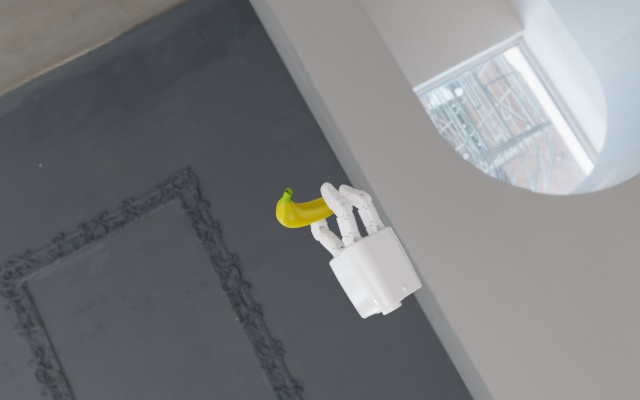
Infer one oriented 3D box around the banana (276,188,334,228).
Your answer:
[{"bbox_3d":[-0.015,0.013,0.750,0.070,0.037,0.198,-37,-15,24],"label":"banana"}]
